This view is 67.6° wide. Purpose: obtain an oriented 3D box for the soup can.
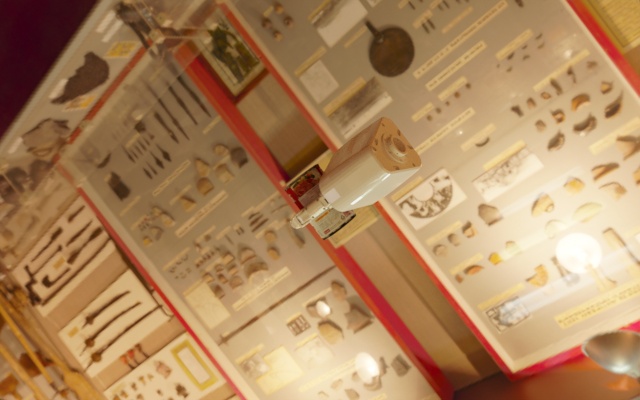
[{"bbox_3d":[0.000,0.003,0.750,0.068,0.102,0.068,-38,1,0],"label":"soup can"}]
